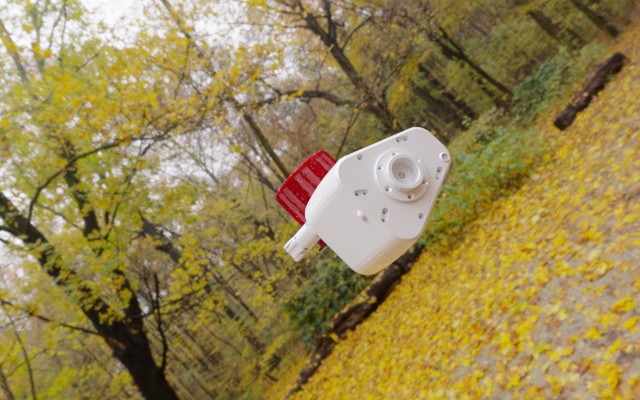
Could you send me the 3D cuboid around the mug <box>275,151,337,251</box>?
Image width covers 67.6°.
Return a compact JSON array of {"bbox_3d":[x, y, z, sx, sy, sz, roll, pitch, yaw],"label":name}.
[{"bbox_3d":[0.000,0.002,0.561,0.093,0.081,0.117,-43,-5,-26],"label":"mug"}]
